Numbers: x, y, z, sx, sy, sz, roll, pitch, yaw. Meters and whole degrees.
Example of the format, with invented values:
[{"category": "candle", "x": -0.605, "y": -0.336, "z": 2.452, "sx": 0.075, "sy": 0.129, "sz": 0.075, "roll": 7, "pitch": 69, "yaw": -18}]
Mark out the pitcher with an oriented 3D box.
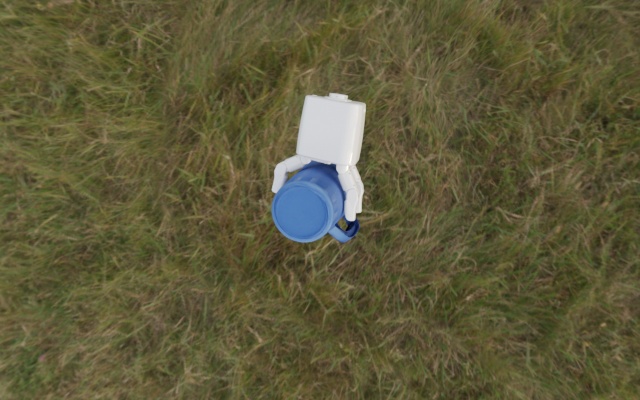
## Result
[{"category": "pitcher", "x": 0.000, "y": 0.003, "z": 0.899, "sx": 0.149, "sy": 0.145, "sz": 0.242, "roll": 11, "pitch": 15, "yaw": 10}]
